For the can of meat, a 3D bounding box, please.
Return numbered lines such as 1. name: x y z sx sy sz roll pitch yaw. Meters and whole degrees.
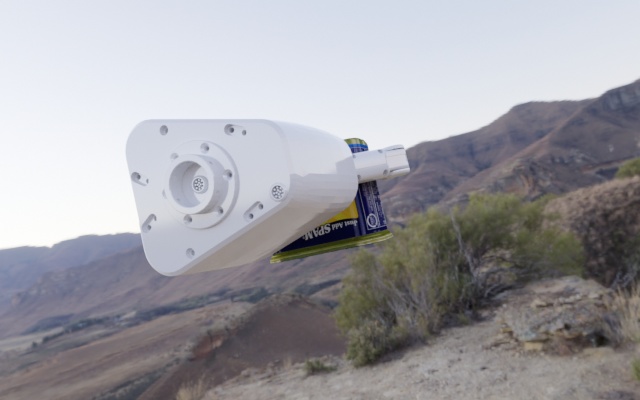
1. can of meat: 0.000 0.001 0.400 0.102 0.084 0.057 -14 -4 23
